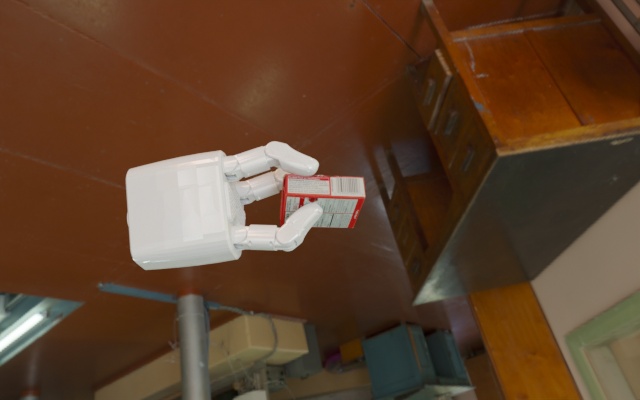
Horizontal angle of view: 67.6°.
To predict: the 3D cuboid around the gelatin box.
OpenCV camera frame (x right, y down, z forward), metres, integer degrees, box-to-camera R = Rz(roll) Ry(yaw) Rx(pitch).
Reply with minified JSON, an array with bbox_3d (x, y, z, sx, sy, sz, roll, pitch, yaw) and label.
[{"bbox_3d":[0.000,0.002,0.537,0.089,0.030,0.073,2,-30,-6],"label":"gelatin box"}]
